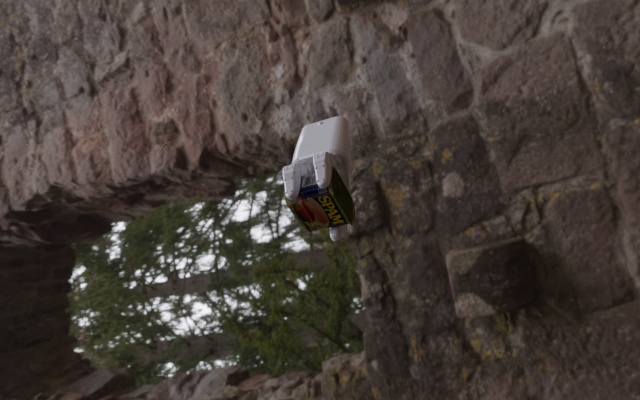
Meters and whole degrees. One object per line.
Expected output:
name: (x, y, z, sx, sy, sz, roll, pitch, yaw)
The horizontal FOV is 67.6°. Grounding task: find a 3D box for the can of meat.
can of meat: (0.000, 0.003, 0.786, 0.084, 0.057, 0.102, -13, -47, 21)
